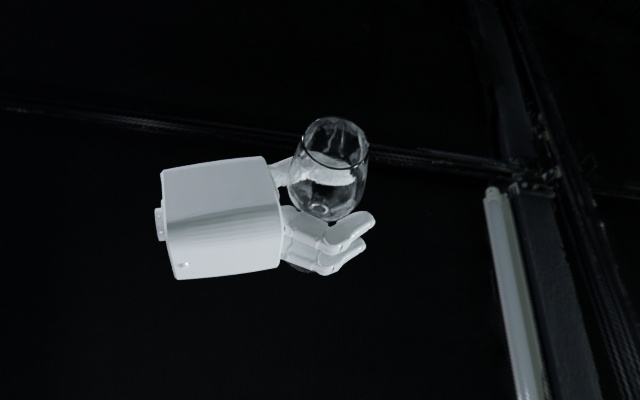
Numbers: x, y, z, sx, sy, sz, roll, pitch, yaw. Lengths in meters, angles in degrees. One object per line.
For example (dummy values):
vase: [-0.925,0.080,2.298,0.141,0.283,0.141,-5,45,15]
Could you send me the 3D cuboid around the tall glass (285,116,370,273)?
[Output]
tall glass: [0.000,0.002,0.506,0.079,0.079,0.201,0,-33,-10]
